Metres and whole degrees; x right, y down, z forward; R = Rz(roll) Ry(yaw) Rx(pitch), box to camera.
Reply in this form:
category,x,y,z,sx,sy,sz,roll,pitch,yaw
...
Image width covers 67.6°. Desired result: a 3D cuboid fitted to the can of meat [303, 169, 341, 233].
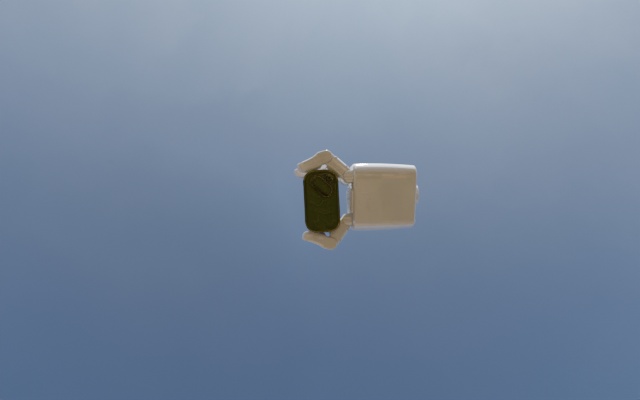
category,x,y,z,sx,sy,sz,roll,pitch,yaw
can of meat,0.000,0.003,0.807,0.057,0.102,0.084,-3,-2,-3
